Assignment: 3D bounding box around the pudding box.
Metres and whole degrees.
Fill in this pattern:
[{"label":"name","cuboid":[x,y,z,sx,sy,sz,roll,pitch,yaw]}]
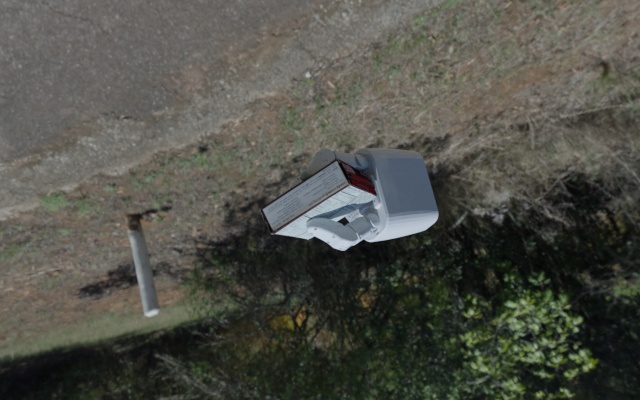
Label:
[{"label":"pudding box","cuboid":[0.000,0.002,0.559,0.113,0.039,0.090,-34,-22,17]}]
